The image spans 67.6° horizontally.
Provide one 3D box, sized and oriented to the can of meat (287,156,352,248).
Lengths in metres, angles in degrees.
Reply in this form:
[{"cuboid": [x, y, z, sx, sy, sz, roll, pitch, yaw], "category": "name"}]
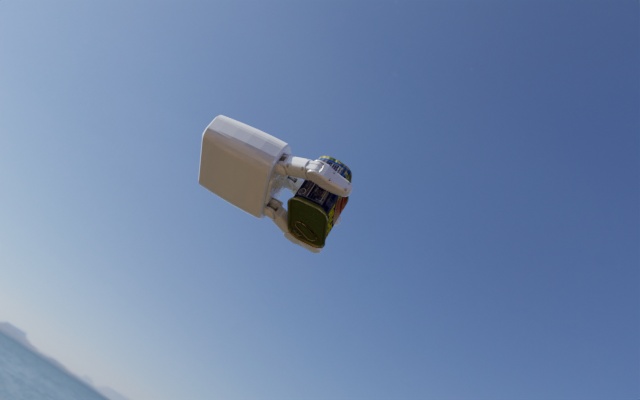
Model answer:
[{"cuboid": [0.000, 0.002, 0.646, 0.057, 0.084, 0.102, 24, -31, 12], "category": "can of meat"}]
